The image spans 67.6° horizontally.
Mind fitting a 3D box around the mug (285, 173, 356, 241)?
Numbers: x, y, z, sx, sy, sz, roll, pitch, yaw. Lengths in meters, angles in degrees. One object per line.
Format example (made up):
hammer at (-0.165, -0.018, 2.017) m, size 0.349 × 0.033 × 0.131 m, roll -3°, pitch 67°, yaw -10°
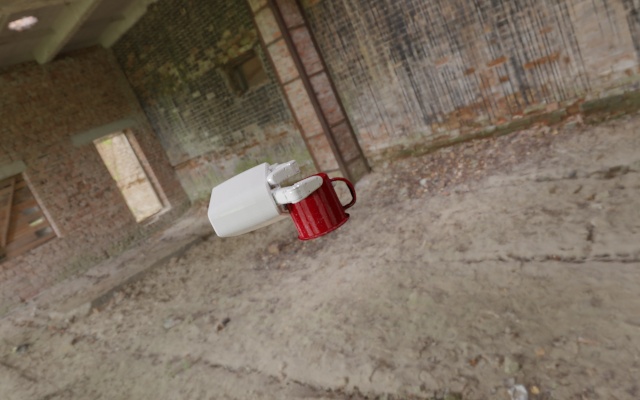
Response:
mug at (0.001, 0.002, 0.769) m, size 0.117 × 0.081 × 0.093 m, roll -24°, pitch 12°, yaw 5°
